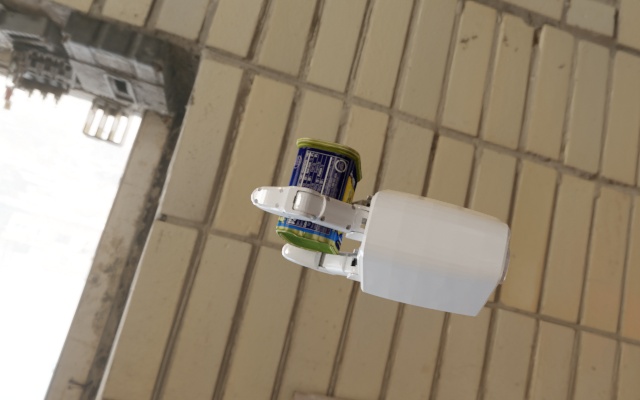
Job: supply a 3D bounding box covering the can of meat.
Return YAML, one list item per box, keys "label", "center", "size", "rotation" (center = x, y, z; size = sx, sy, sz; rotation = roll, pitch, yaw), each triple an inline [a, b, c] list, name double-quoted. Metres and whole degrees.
- label: "can of meat"
  center: [0.000, 0.002, 0.438]
  size: [0.057, 0.084, 0.102]
  rotation: [13, -11, 9]
